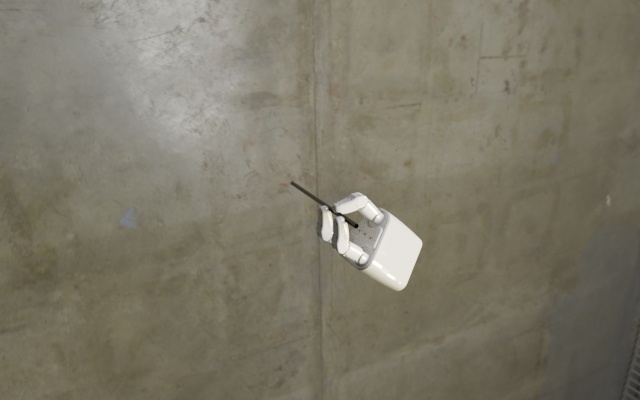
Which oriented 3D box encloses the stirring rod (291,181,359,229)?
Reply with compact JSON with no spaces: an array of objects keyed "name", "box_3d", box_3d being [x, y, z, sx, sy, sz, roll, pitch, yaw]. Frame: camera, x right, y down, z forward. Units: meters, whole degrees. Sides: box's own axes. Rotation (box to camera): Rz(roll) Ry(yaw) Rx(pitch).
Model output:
[{"name":"stirring rod","box_3d":[0.000,0.003,0.829,0.011,0.011,0.239,0,18,-29]}]
